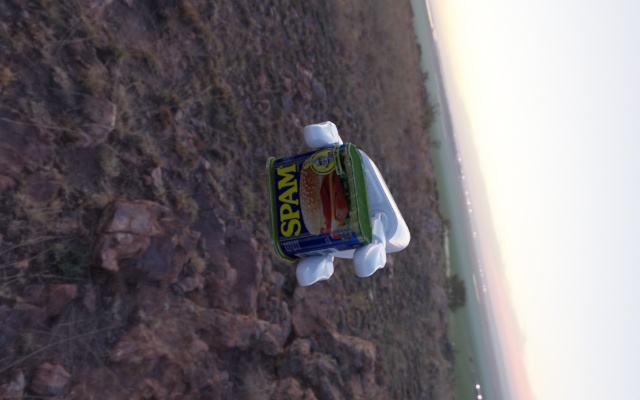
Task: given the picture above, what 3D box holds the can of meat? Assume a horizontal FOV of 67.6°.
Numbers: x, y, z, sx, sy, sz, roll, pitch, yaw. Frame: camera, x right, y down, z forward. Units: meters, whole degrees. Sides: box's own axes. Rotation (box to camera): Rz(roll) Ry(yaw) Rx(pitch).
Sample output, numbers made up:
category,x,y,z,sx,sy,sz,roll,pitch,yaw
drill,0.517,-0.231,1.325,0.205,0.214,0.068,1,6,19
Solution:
category,x,y,z,sx,sy,sz,roll,pitch,yaw
can of meat,0.000,0.001,0.452,0.084,0.102,0.057,-11,-19,17
